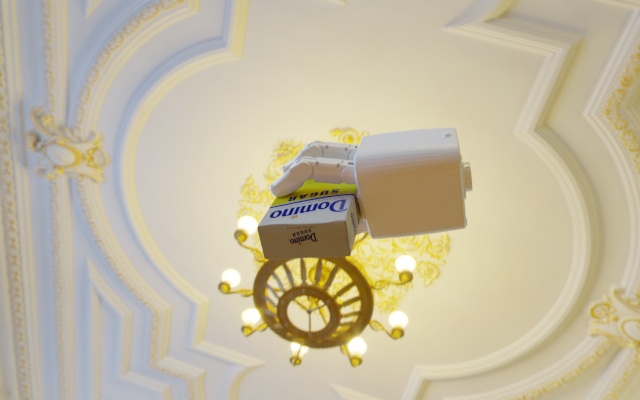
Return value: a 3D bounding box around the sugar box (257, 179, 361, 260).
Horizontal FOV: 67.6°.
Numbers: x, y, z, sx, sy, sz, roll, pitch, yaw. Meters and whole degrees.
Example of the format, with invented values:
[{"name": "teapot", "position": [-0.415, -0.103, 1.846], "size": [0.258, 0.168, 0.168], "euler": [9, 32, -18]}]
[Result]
[{"name": "sugar box", "position": [0.000, 0.001, 0.541], "size": [0.093, 0.048, 0.176], "euler": [-4, 23, 14]}]
